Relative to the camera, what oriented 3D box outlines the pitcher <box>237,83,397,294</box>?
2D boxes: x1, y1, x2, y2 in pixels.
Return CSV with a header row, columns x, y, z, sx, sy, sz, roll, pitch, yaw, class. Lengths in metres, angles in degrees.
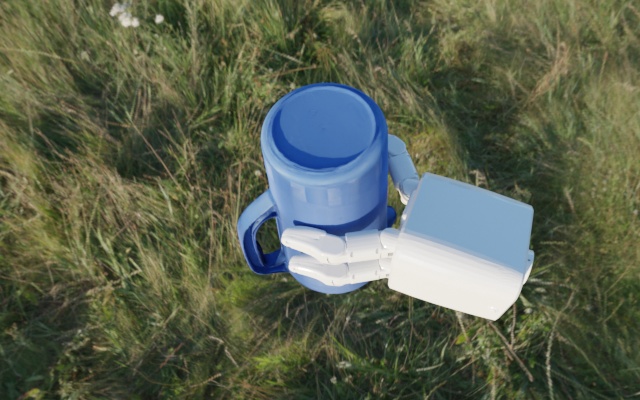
x,y,z,sx,sy,sz,roll,pitch,yaw,class
0.000,0.002,0.496,0.145,0.149,0.243,19,-26,15,pitcher
